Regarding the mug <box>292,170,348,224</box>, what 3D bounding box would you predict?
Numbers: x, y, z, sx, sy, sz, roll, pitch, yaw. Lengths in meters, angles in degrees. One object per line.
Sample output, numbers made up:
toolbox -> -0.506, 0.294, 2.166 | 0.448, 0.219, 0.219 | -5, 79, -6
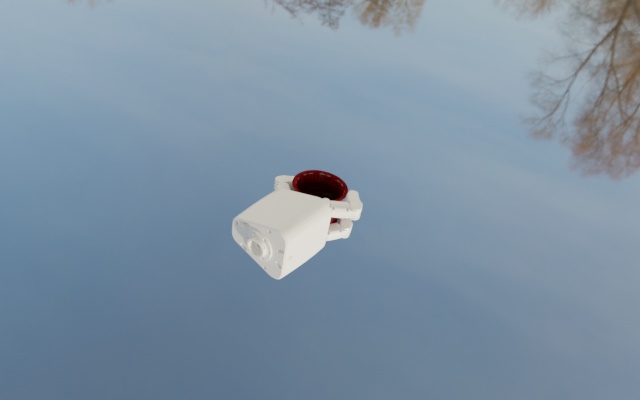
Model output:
mug -> 0.001, 0.002, 0.814 | 0.093, 0.082, 0.117 | 30, 39, 23
